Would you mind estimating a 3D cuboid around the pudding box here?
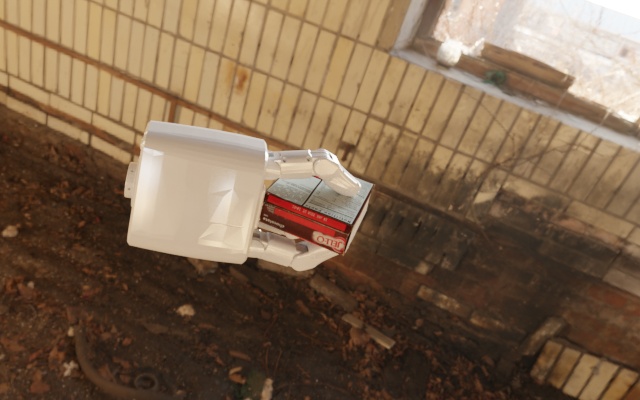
[{"bbox_3d":[0.000,0.001,0.482,0.090,0.039,0.113,22,29,8],"label":"pudding box"}]
